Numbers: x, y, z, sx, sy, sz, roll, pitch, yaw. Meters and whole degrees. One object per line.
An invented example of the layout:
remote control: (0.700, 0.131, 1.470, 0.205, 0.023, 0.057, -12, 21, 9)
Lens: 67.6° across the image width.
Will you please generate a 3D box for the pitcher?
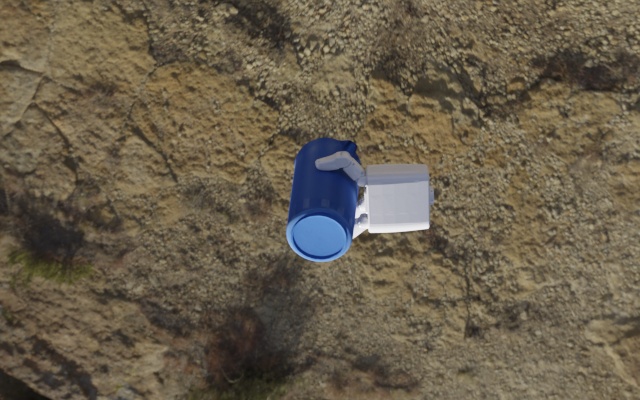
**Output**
pitcher: (0.000, 0.003, 0.860, 0.145, 0.149, 0.242, -2, 32, 7)
